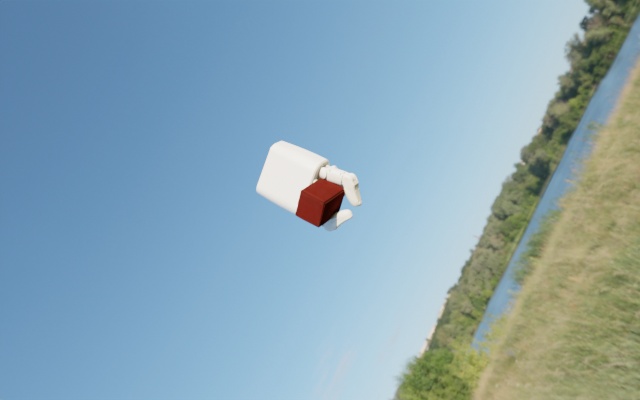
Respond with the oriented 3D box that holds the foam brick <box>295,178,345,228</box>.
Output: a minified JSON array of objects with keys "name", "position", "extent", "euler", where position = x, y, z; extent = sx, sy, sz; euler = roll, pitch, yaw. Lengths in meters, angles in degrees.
[{"name":"foam brick","position":[0.000,0.003,0.840],"extent":[0.051,0.053,0.078],"euler":[27,31,20]}]
